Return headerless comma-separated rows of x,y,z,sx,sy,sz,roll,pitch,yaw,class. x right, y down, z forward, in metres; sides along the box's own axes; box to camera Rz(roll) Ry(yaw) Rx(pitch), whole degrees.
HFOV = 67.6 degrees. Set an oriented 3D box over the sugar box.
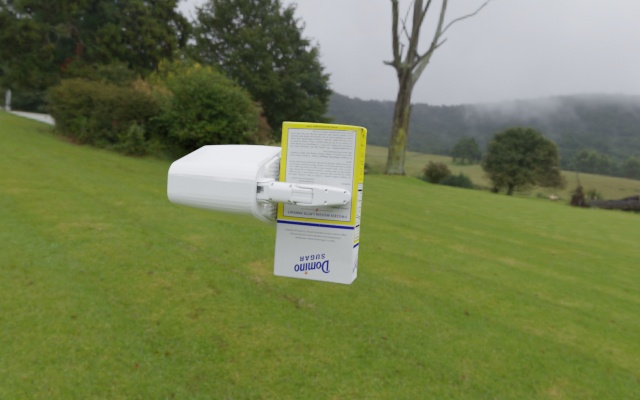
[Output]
0.000,0.002,0.548,0.093,0.176,0.048,5,6,14,sugar box
